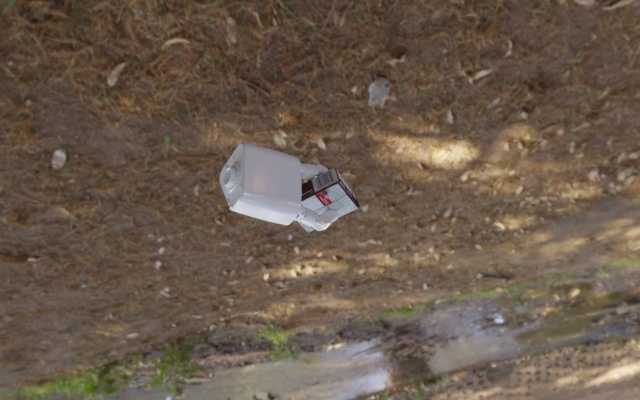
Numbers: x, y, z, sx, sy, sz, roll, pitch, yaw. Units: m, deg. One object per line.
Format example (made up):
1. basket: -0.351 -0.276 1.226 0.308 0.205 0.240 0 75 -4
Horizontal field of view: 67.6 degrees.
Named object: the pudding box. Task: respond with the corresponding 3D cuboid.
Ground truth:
1. pudding box: 0.000 0.003 0.847 0.113 0.039 0.090 -26 -41 15
